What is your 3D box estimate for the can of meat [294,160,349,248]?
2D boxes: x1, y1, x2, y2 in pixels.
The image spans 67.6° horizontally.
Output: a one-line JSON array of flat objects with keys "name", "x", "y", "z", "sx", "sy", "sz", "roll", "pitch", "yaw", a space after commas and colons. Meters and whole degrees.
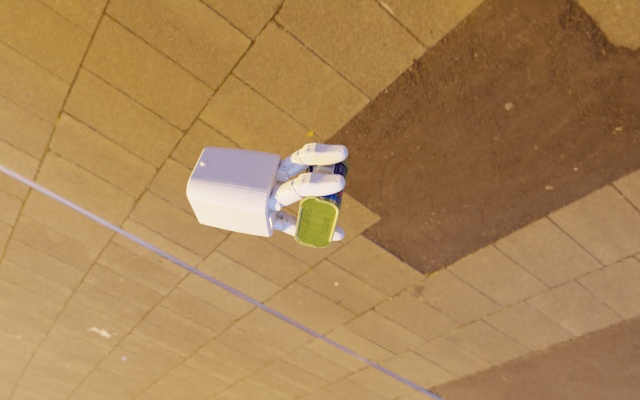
[{"name": "can of meat", "x": 0.000, "y": 0.002, "z": 0.641, "sx": 0.057, "sy": 0.084, "sz": 0.102, "roll": 12, "pitch": -43, "yaw": 0}]
